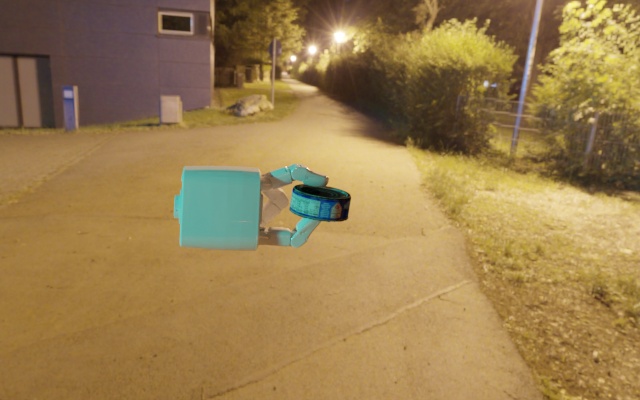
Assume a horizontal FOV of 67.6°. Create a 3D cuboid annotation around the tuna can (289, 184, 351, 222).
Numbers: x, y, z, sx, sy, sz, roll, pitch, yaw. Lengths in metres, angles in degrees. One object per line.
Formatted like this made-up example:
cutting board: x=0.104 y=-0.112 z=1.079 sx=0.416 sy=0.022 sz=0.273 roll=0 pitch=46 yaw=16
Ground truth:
tuna can: x=0.000 y=0.002 z=0.678 sx=0.086 sy=0.034 sz=0.086 roll=8 pitch=13 yaw=-2
